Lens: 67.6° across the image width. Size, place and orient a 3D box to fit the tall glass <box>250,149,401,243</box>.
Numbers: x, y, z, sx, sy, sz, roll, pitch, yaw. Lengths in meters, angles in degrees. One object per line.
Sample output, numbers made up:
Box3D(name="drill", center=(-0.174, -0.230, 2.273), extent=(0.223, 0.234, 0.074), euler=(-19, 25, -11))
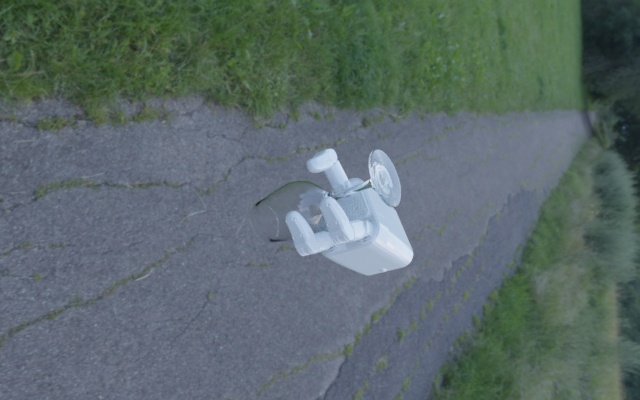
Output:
Box3D(name="tall glass", center=(0.001, 0.002, 0.628), extent=(0.201, 0.079, 0.079), euler=(-20, -11, 32))
